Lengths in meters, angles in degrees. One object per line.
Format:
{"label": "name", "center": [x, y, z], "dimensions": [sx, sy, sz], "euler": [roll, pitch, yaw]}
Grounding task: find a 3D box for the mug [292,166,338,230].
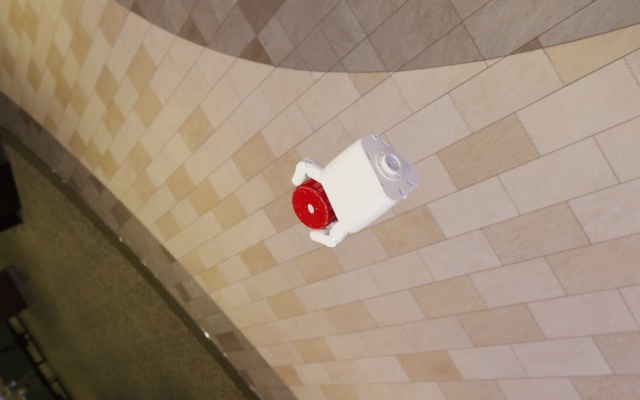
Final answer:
{"label": "mug", "center": [-0.001, 0.003, 0.812], "dimensions": [0.081, 0.093, 0.117], "euler": [-33, -7, -42]}
